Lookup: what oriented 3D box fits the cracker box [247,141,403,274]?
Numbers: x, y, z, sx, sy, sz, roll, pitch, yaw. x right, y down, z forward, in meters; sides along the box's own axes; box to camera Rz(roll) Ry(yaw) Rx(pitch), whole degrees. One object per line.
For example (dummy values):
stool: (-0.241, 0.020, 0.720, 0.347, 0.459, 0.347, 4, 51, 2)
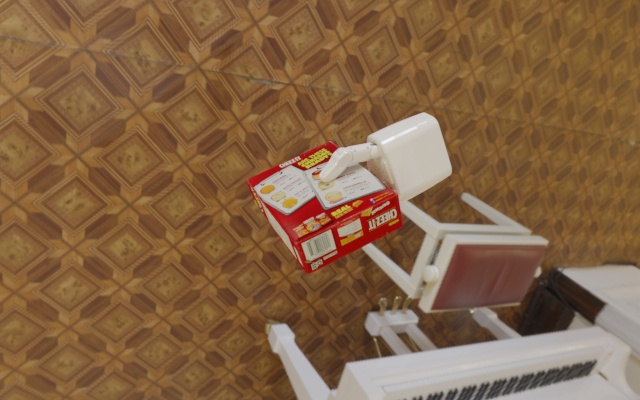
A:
cracker box: (0.000, 0.002, 0.745, 0.164, 0.072, 0.213, -26, 35, -14)
